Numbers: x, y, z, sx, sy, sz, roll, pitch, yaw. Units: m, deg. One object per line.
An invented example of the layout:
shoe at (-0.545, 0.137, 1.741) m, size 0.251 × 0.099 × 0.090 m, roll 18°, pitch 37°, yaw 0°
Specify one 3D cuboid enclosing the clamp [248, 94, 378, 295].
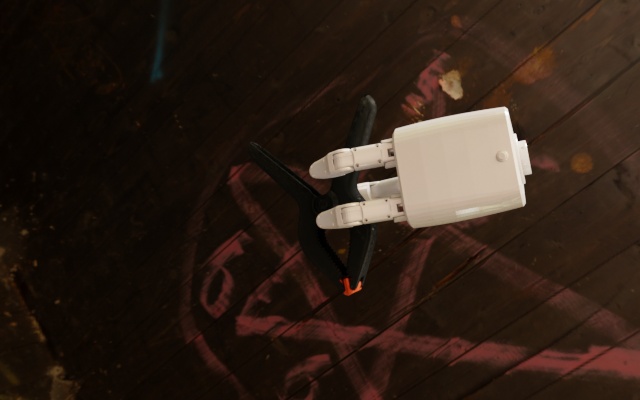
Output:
clamp at (0.001, 0.002, 0.538) m, size 0.164 × 0.210 × 0.036 m, roll -11°, pitch -5°, yaw 26°
